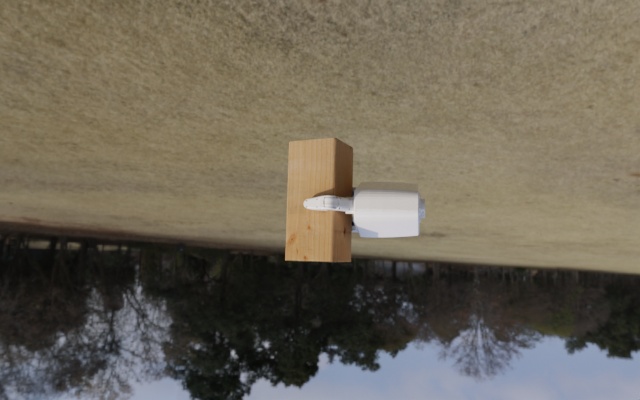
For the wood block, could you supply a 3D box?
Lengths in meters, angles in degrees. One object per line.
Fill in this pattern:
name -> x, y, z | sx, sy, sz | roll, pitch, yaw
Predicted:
wood block -> 0.000, 0.003, 0.836 | 0.090, 0.206, 0.091 | -1, -7, 24
